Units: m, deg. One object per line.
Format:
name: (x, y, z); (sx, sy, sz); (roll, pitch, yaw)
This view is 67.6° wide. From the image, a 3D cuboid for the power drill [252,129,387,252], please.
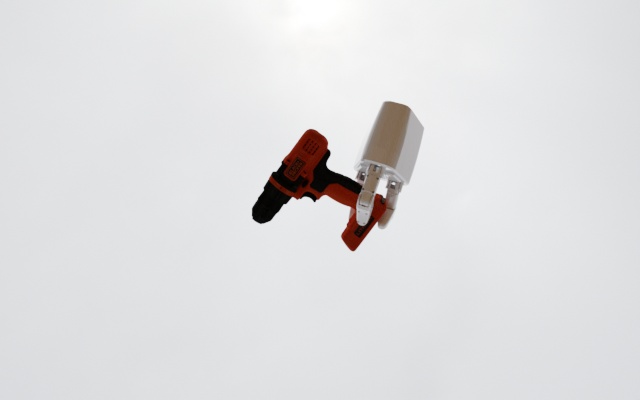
power drill: (0.001, 0.003, 0.794); (0.187, 0.184, 0.057); (35, 14, -7)
